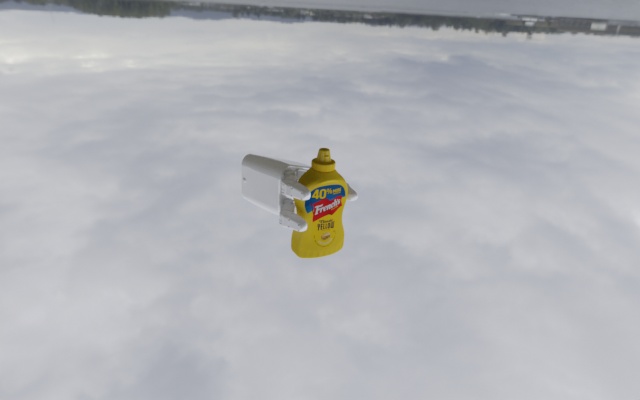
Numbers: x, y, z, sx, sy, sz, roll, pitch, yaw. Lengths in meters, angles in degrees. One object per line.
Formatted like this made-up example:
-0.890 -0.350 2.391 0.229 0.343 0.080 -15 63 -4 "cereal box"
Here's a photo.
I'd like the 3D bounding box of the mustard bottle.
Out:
0.000 0.003 0.826 0.096 0.192 0.058 -8 25 -26 "mustard bottle"
